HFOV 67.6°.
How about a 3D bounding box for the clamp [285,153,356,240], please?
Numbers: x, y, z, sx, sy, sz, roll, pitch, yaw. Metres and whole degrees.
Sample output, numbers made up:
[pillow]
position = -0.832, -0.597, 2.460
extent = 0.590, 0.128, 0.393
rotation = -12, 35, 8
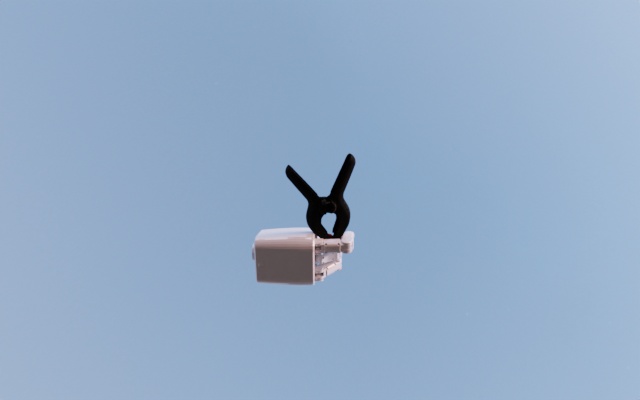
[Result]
[clamp]
position = 0.000, 0.003, 0.835
extent = 0.120, 0.171, 0.039
rotation = -1, 19, -2
